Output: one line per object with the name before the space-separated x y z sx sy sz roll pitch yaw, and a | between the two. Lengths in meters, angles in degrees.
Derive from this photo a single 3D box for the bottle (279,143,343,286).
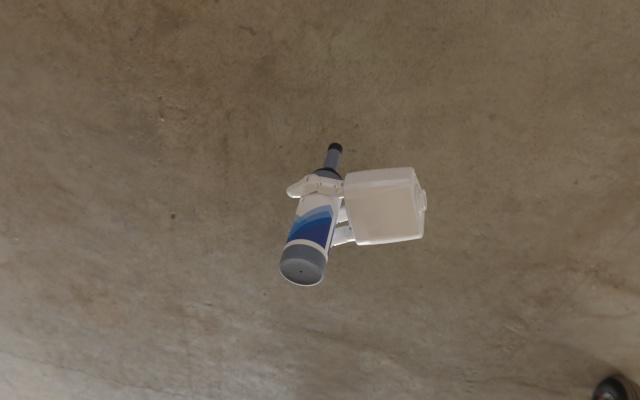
bottle | 0.000 0.003 0.789 0.069 0.069 0.295 0 43 15
